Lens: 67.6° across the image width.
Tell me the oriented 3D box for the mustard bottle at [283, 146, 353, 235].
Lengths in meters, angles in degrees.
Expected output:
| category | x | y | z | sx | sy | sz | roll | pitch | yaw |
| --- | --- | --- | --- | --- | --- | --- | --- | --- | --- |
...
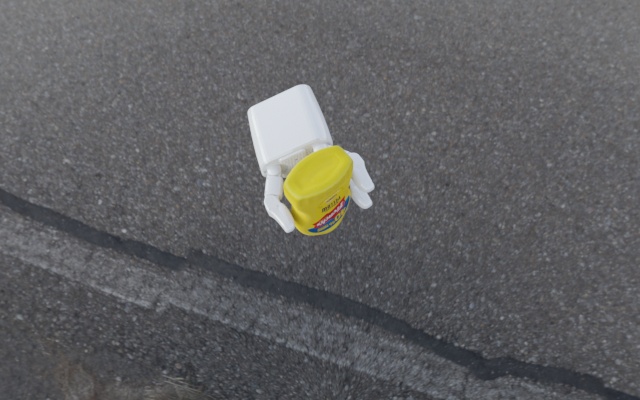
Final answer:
| category | x | y | z | sx | sy | sz | roll | pitch | yaw |
| --- | --- | --- | --- | --- | --- | --- | --- | --- | --- |
| mustard bottle | 0.000 | 0.002 | 0.691 | 0.096 | 0.058 | 0.192 | -38 | -20 | -15 |
